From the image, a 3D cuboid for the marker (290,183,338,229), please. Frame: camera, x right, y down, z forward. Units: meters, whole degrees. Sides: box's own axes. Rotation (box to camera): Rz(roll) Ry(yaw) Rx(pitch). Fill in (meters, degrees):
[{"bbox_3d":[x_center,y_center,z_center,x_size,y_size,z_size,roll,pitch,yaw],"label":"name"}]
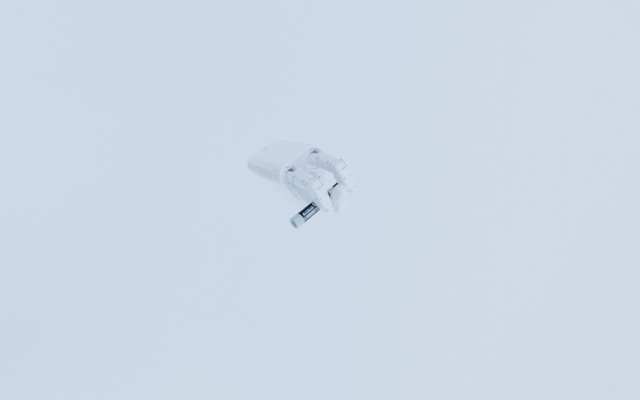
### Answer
[{"bbox_3d":[0.000,0.003,0.763,0.121,0.020,0.020,-39,20,-27],"label":"marker"}]
